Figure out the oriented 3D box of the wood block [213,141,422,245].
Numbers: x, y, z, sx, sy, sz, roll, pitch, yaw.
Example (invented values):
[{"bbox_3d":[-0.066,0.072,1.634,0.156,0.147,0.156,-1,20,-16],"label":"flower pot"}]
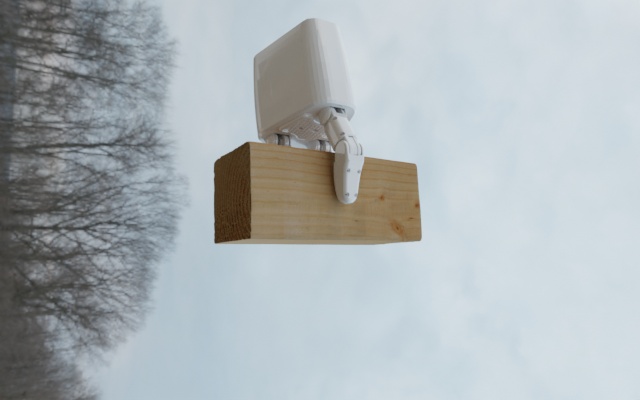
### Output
[{"bbox_3d":[0.000,0.001,0.510,0.206,0.090,0.091,4,-10,-33],"label":"wood block"}]
